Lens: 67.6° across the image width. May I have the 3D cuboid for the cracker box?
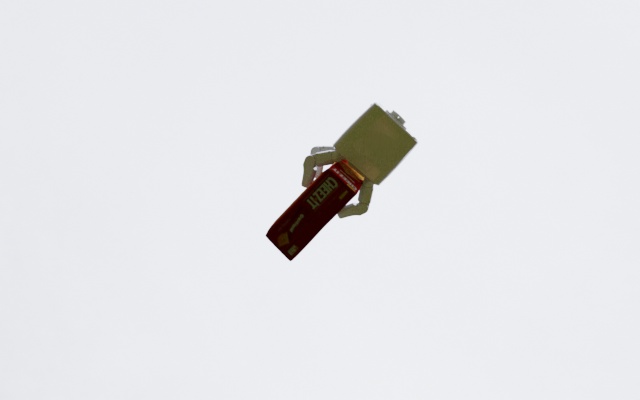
[{"bbox_3d":[0.000,0.003,0.873,0.072,0.164,0.213,43,16,0],"label":"cracker box"}]
